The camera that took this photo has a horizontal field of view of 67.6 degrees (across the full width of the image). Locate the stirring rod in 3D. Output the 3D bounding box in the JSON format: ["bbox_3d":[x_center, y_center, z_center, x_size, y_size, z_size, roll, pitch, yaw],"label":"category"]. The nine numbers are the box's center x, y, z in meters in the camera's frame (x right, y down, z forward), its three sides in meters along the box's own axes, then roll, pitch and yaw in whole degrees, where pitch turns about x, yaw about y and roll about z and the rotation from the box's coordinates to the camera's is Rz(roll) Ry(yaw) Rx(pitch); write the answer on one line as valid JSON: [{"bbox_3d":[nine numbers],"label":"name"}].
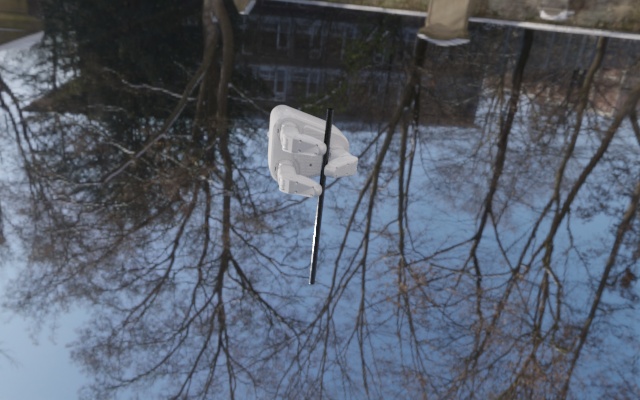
[{"bbox_3d":[0.000,0.002,0.615,0.011,0.240,0.011,5,21,-2],"label":"stirring rod"}]
